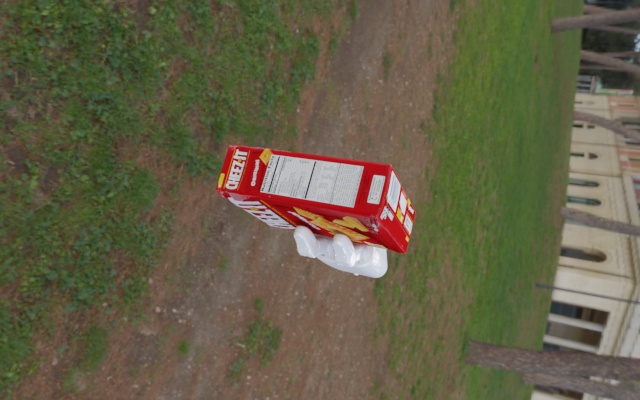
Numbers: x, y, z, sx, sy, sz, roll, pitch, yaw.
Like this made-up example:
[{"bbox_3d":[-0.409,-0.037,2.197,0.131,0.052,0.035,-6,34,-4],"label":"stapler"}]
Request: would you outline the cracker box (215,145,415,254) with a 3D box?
[{"bbox_3d":[0.000,0.002,0.615,0.213,0.072,0.164,9,-16,23],"label":"cracker box"}]
